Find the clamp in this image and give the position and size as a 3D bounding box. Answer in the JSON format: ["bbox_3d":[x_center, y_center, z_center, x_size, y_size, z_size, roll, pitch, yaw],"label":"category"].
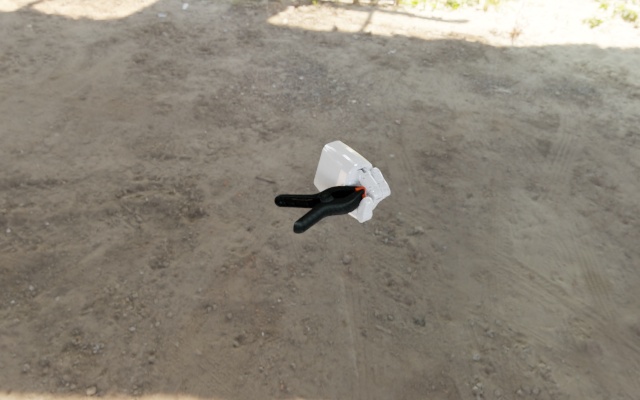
[{"bbox_3d":[0.000,0.002,0.893,0.171,0.039,0.120,-18,40,-26],"label":"clamp"}]
